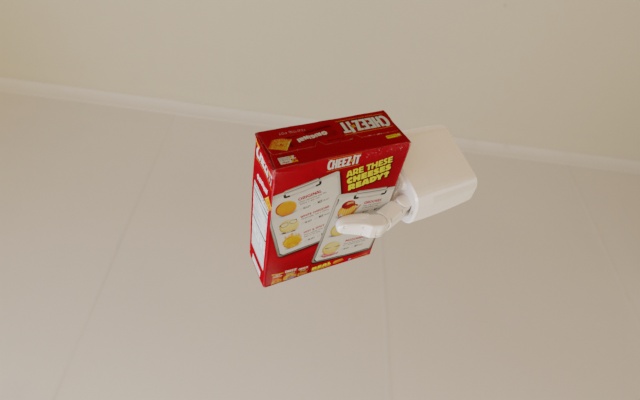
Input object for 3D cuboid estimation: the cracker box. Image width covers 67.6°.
[{"bbox_3d":[0.000,0.002,0.588,0.164,0.072,0.214,-14,-39,-22],"label":"cracker box"}]
